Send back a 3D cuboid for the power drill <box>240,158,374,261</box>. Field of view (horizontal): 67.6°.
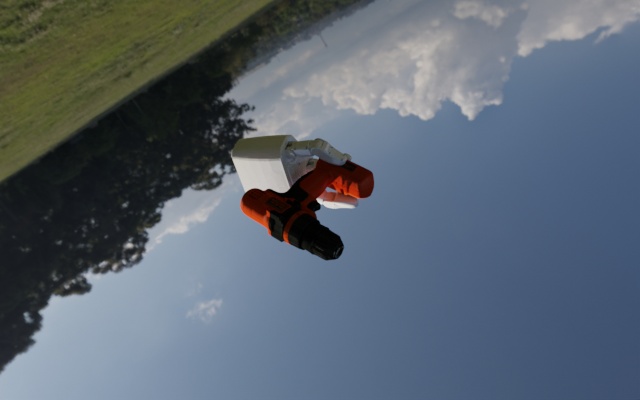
[{"bbox_3d":[0.000,0.002,0.732,0.184,0.057,0.187,29,44,29],"label":"power drill"}]
